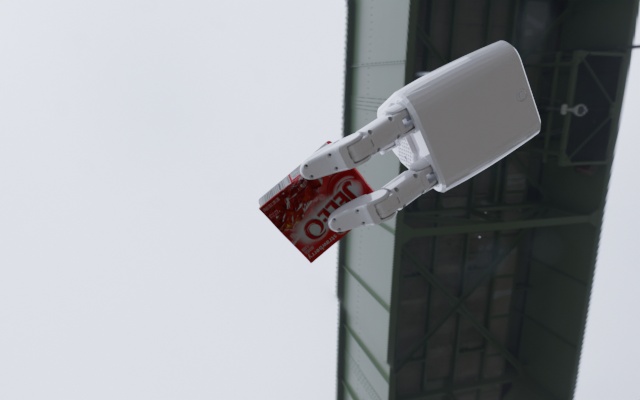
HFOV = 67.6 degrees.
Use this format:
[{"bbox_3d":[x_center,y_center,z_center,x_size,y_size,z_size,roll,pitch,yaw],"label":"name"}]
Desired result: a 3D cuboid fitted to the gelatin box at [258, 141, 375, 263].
[{"bbox_3d":[0.000,0.001,0.435,0.089,0.073,0.030,-40,20,6],"label":"gelatin box"}]
